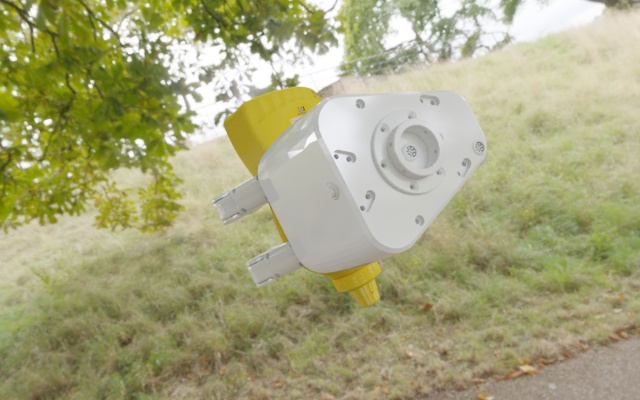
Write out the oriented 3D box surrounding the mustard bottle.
[{"bbox_3d":[0.000,0.001,0.404,0.058,0.191,0.096,-28,-1,41],"label":"mustard bottle"}]
